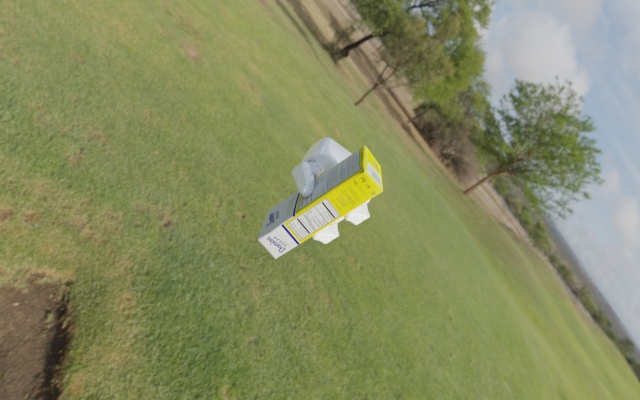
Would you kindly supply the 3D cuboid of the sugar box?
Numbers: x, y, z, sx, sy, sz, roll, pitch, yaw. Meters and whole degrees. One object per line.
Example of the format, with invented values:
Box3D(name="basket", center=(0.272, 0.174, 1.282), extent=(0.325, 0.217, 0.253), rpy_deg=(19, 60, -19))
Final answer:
Box3D(name="sugar box", center=(0.001, 0.002, 0.652), extent=(0.176, 0.048, 0.093), rpy_deg=(-36, 17, 19))
